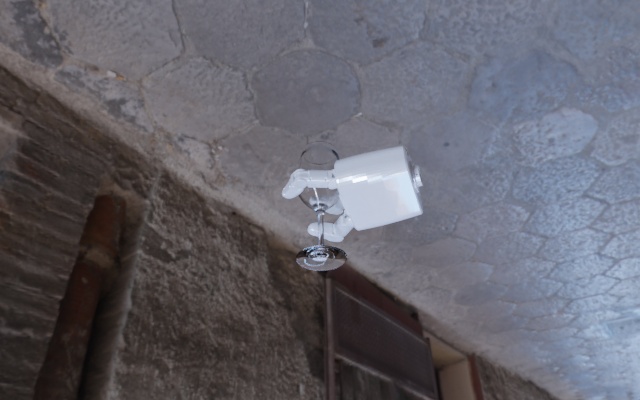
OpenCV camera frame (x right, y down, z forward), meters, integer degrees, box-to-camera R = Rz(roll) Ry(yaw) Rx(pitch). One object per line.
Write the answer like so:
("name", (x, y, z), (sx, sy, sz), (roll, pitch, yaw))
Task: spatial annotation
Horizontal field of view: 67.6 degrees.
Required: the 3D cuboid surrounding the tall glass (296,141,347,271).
("tall glass", (0.000, 0.003, 0.741), (0.079, 0.201, 0.079), (-1, -35, -1))
